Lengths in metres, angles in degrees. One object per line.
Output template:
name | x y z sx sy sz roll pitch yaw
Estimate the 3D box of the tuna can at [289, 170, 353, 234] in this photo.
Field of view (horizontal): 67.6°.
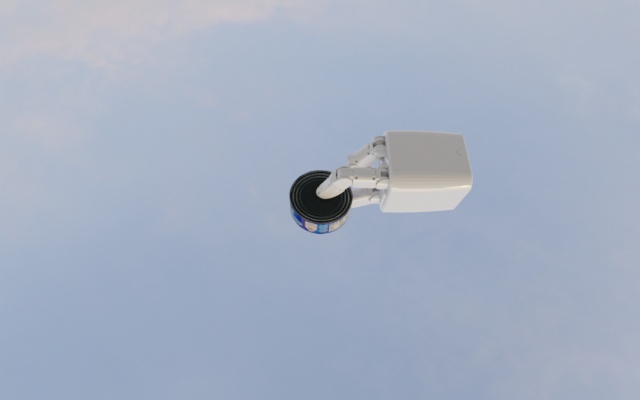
tuna can | 0.000 0.002 0.654 0.086 0.086 0.034 0 -33 -3
